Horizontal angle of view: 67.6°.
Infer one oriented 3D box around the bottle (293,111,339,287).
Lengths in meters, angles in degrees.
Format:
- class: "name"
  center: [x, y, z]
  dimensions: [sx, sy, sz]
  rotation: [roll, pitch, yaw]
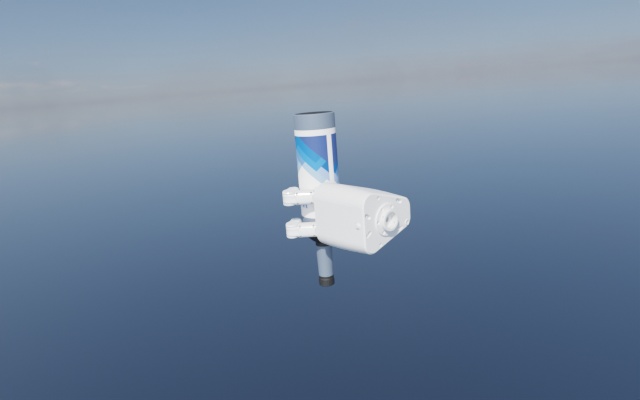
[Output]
- class: "bottle"
  center: [0.000, 0.002, 0.798]
  dimensions: [0.069, 0.296, 0.069]
  rotation: [-4, 14, 1]
